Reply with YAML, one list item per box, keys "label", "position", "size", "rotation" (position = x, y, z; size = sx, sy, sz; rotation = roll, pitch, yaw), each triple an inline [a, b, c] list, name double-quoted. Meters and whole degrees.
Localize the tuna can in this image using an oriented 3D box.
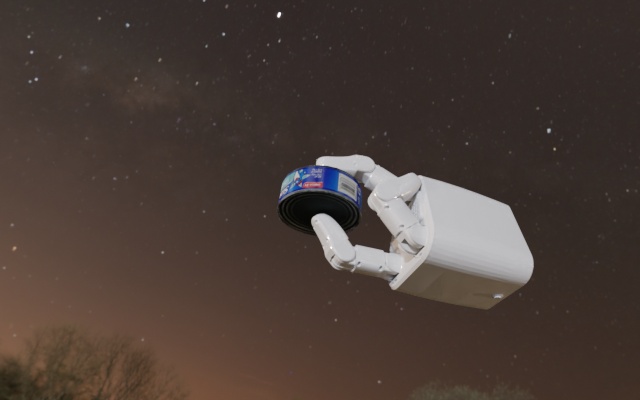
- label: "tuna can"
  position: [0.000, 0.001, 0.491]
  size: [0.086, 0.033, 0.086]
  rotation: [4, -34, 3]
